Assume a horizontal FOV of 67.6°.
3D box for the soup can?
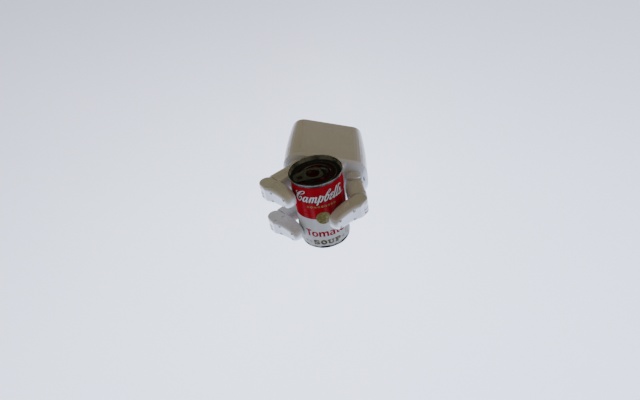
[{"bbox_3d":[0.000,0.003,0.614,0.068,0.102,0.068,-6,37,5],"label":"soup can"}]
